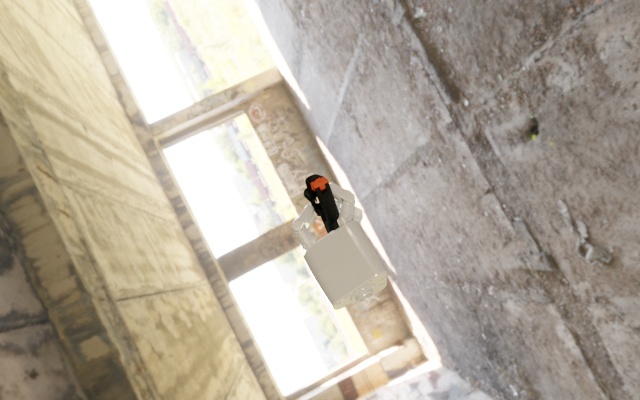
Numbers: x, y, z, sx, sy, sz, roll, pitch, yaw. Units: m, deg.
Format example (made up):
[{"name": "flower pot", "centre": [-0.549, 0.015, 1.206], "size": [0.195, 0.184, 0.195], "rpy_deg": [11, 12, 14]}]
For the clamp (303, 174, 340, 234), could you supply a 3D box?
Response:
[{"name": "clamp", "centre": [-0.001, 0.003, 0.882], "size": [0.036, 0.164, 0.210], "rpy_deg": [-28, -28, -8]}]
